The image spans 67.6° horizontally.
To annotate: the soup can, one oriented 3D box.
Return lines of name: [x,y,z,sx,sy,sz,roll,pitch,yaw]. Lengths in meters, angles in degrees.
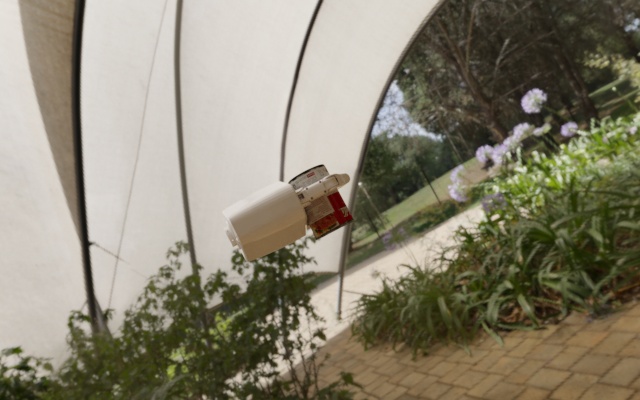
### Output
soup can: [0.000,0.002,0.753,0.068,0.102,0.068,-27,-5,-3]
